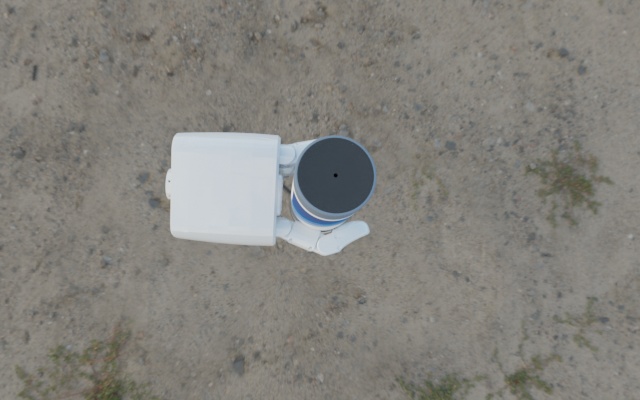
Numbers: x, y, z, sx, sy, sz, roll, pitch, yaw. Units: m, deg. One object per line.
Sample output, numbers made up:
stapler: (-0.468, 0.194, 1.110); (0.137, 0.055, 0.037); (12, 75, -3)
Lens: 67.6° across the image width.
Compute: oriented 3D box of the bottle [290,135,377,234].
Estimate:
bottle: (0.000, 0.002, 0.525); (0.069, 0.069, 0.296); (0, -9, -5)
